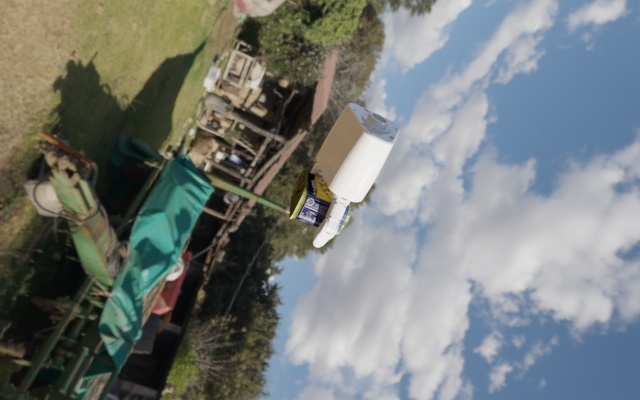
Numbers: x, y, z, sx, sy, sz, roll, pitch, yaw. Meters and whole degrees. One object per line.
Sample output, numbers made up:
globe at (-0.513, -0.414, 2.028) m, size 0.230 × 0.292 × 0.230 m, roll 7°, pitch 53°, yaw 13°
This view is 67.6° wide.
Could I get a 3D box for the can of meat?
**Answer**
can of meat at (0.000, 0.003, 0.770) m, size 0.084 × 0.057 × 0.102 m, roll 22°, pitch 26°, yaw -12°
